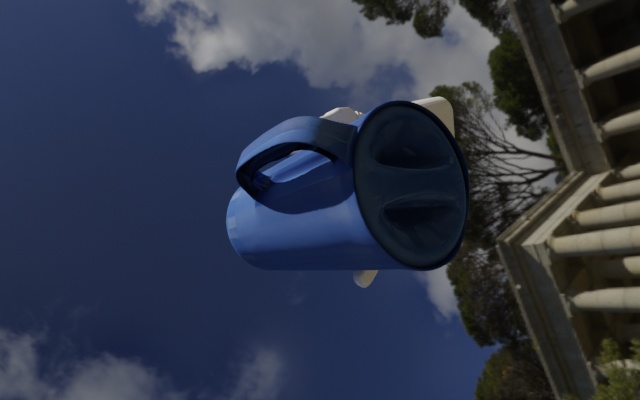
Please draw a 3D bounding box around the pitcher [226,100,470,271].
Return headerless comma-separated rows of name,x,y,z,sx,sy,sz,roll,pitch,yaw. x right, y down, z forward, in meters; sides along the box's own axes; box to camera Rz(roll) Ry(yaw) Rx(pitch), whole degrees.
pitcher,0.000,0.001,0.451,0.145,0.149,0.243,-27,7,-38
